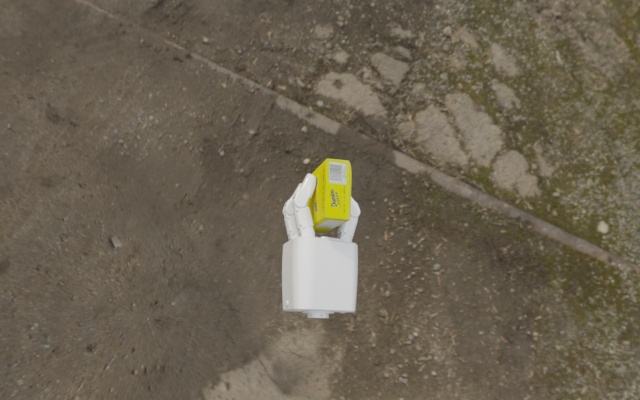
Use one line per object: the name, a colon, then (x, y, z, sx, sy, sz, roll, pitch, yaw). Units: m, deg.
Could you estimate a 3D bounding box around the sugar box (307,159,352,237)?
sugar box: (0.000, 0.003, 0.775, 0.048, 0.093, 0.176, 7, -16, -18)
